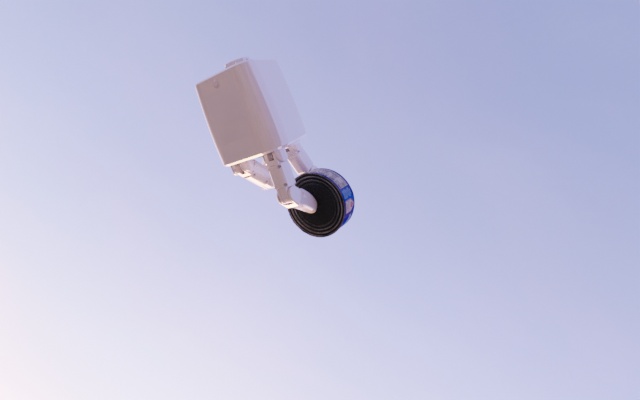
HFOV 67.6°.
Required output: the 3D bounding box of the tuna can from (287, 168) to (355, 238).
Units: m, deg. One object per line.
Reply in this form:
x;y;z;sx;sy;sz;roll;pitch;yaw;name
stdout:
0.000;0.002;0.618;0.086;0.086;0.033;0;17;30;tuna can
